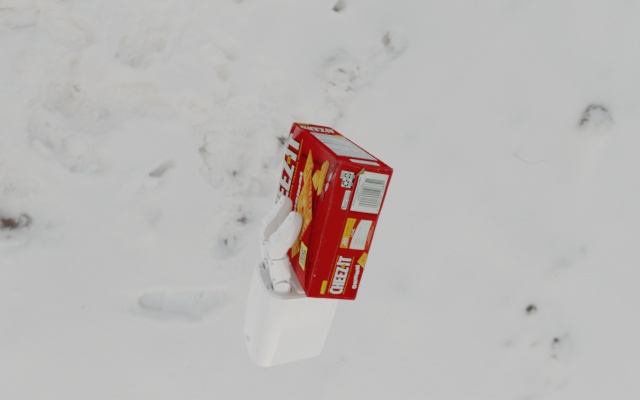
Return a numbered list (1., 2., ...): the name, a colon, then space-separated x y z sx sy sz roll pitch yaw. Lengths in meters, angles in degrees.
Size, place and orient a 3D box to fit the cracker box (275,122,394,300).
1. cracker box: 0.000 0.002 0.613 0.072 0.164 0.213 8 18 -20
